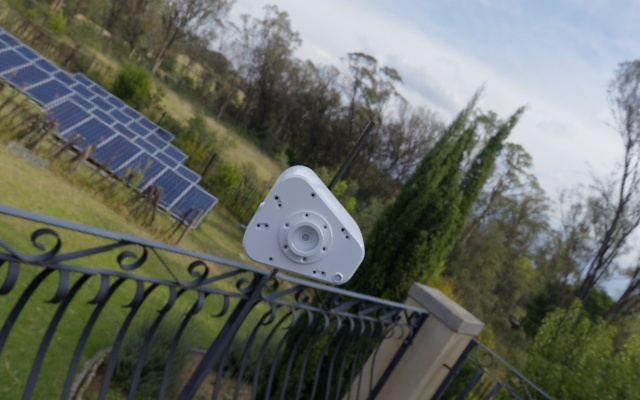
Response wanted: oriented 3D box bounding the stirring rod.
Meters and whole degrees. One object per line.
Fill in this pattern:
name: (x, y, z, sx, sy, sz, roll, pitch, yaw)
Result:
stirring rod: (0.000, 0.002, 0.610, 0.011, 0.239, 0.011, 33, 5, -3)
